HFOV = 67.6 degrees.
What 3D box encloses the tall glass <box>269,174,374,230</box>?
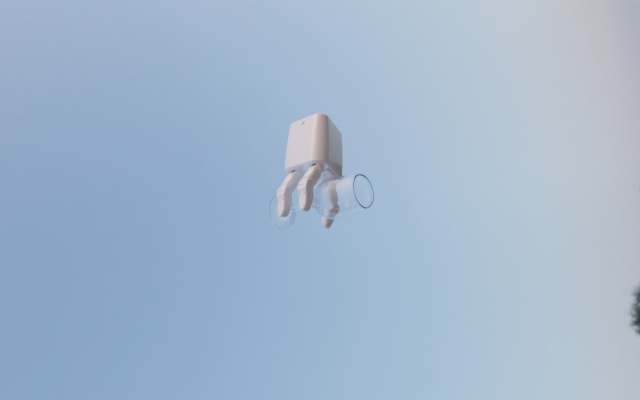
[{"bbox_3d":[0.000,0.003,0.894,0.201,0.079,0.079,-14,-9,38],"label":"tall glass"}]
